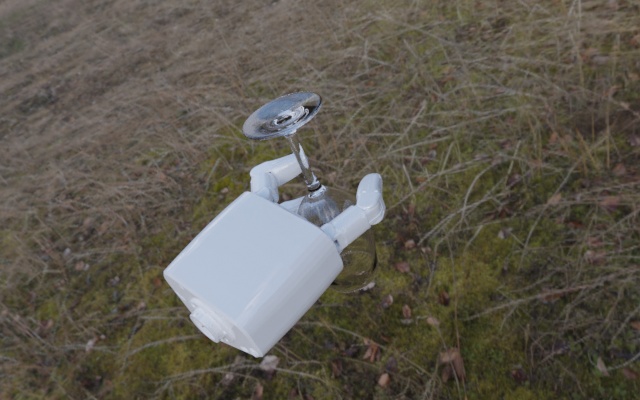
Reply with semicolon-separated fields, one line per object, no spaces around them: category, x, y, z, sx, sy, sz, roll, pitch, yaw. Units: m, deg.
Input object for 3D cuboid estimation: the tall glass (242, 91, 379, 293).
tall glass;0.000;0.001;0.464;0.079;0.201;0.079;-16;35;12
